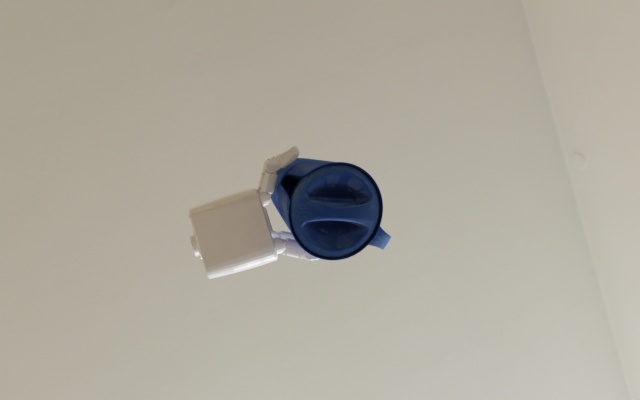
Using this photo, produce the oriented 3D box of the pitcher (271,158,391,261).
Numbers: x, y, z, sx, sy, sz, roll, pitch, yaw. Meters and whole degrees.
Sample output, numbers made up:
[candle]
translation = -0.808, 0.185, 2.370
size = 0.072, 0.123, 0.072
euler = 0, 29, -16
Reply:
[pitcher]
translation = 0.000, 0.002, 0.743
size = 0.145, 0.149, 0.243
euler = -16, 13, -12
